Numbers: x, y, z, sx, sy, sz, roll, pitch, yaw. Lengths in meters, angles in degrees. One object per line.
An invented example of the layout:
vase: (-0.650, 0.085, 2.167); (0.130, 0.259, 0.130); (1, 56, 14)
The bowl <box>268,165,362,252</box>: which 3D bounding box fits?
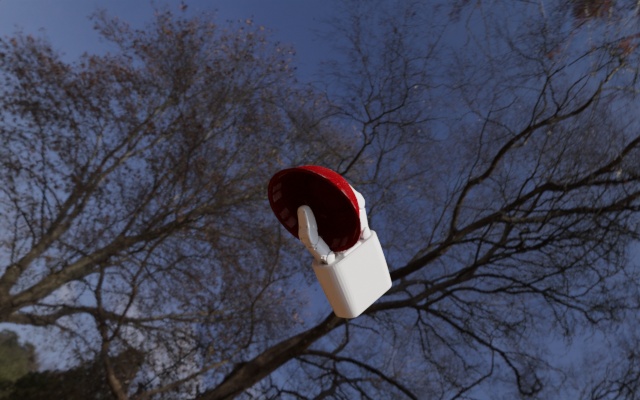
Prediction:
bowl: (0.000, 0.001, 0.734); (0.162, 0.162, 0.055); (0, 38, 37)
